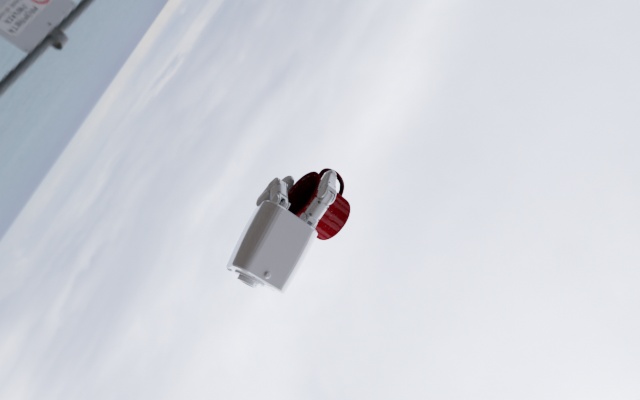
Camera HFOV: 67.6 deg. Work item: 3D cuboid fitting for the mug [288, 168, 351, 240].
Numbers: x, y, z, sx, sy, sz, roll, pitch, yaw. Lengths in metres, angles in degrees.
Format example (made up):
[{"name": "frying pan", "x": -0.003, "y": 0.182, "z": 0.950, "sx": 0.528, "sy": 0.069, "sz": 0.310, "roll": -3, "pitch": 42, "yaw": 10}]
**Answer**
[{"name": "mug", "x": 0.001, "y": 0.001, "z": 0.788, "sx": 0.081, "sy": 0.117, "sz": 0.093, "roll": 37, "pitch": -19, "yaw": -26}]
